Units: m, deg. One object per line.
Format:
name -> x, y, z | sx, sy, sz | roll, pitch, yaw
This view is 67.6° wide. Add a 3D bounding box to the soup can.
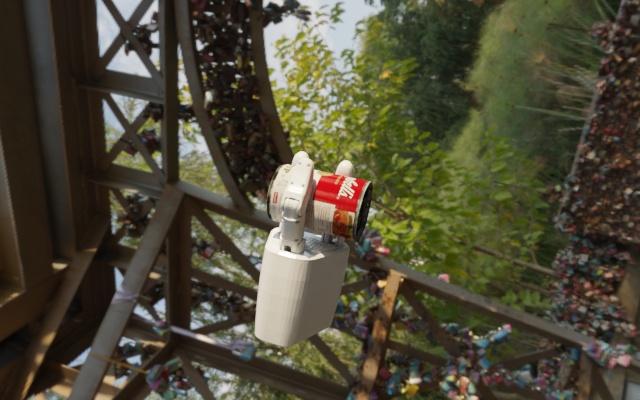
soup can -> 0.000, 0.001, 0.529 | 0.102, 0.068, 0.068 | 13, 3, 15
